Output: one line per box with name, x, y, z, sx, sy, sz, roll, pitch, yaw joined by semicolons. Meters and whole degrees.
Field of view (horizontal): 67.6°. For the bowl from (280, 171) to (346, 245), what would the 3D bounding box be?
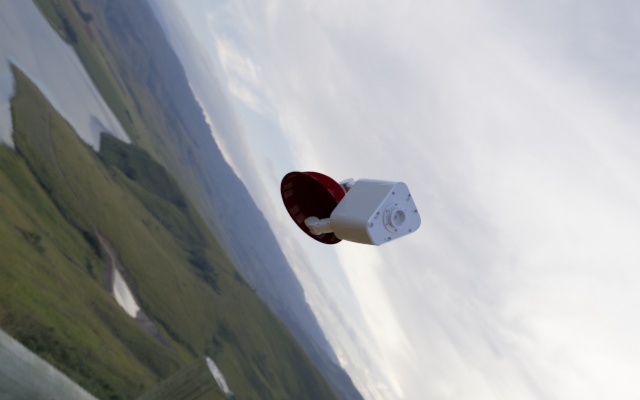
bowl;-0.001;0.002;0.901;0.162;0.162;0.055;0;32;48
